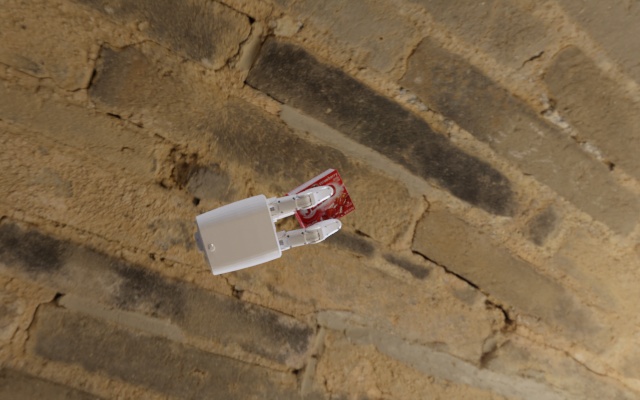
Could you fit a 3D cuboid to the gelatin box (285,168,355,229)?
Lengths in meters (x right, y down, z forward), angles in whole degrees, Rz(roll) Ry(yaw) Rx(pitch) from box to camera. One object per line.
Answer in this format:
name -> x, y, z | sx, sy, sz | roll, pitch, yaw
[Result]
gelatin box -> 0.000, 0.002, 0.749 | 0.089, 0.073, 0.030 | -31, 17, -12
